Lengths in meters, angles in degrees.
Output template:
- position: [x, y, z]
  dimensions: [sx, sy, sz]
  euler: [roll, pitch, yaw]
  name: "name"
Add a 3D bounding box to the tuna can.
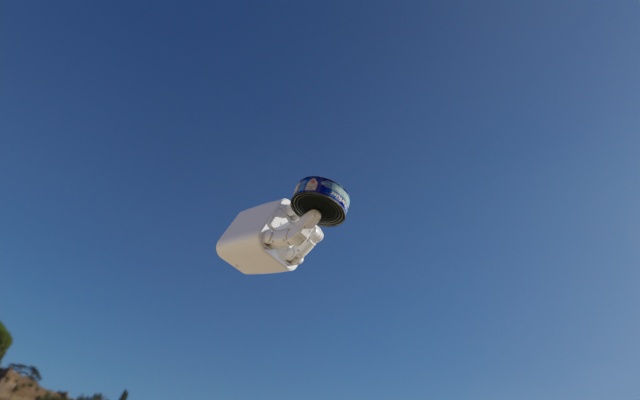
- position: [0.000, 0.002, 0.715]
  dimensions: [0.086, 0.033, 0.086]
  euler: [13, -34, 9]
  name: "tuna can"
